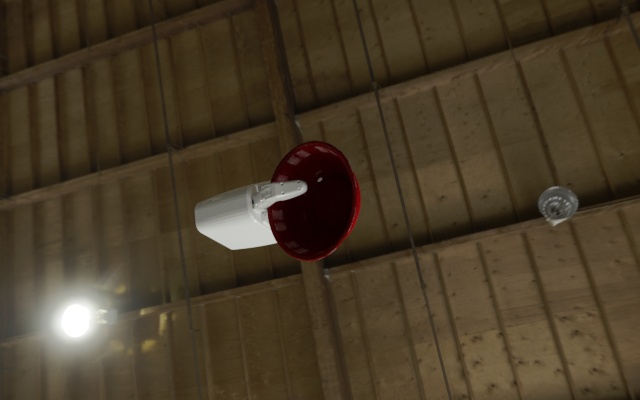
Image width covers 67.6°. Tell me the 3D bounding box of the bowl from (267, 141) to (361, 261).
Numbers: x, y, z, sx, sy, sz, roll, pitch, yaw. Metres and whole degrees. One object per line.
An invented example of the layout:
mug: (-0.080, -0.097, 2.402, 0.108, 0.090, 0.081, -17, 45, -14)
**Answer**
bowl: (0.001, 0.002, 0.657, 0.162, 0.162, 0.055, 0, -5, 42)
